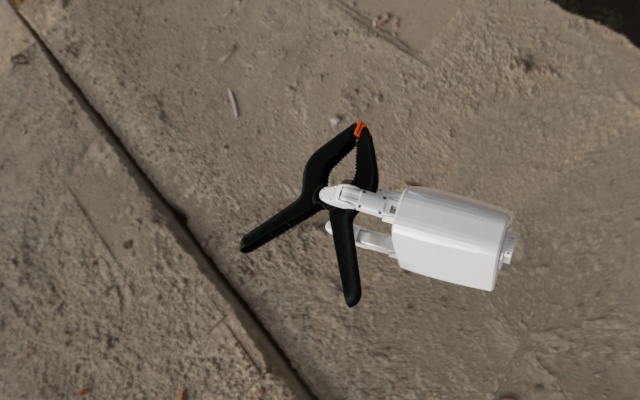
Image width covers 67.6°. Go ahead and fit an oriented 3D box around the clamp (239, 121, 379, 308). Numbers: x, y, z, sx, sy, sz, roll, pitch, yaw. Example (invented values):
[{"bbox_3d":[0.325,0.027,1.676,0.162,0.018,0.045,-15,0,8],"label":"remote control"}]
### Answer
[{"bbox_3d":[0.000,0.001,0.569,0.164,0.210,0.036,16,-9,22],"label":"clamp"}]
